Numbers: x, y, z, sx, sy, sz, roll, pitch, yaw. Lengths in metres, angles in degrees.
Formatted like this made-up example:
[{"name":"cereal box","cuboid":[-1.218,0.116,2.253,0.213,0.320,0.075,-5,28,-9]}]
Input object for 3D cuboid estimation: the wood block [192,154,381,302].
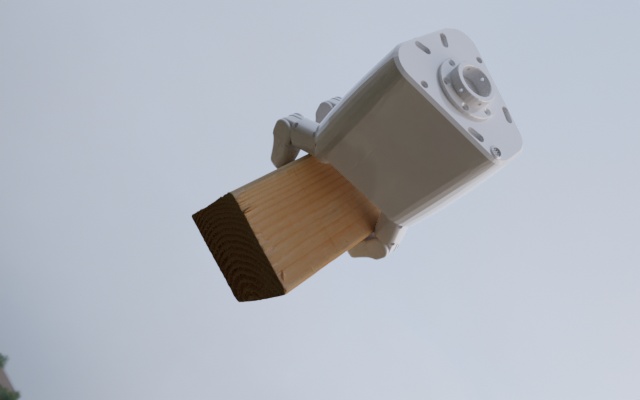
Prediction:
[{"name":"wood block","cuboid":[0.001,0.002,0.451,0.206,0.091,0.090,-30,4,-37]}]
